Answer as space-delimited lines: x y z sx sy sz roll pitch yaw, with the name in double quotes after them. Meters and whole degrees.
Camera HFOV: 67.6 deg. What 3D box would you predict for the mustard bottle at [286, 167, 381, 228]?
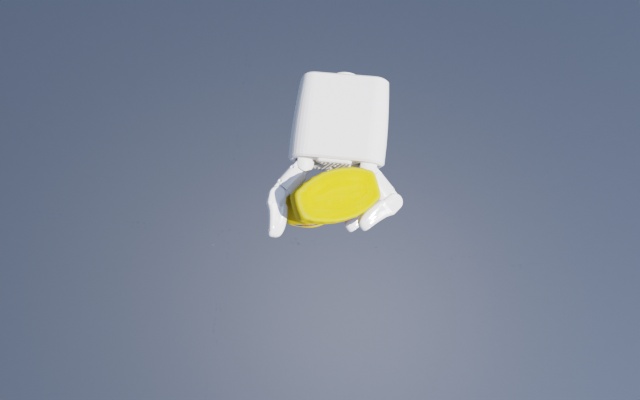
0.000 0.002 0.600 0.096 0.058 0.191 -17 -1 -14 "mustard bottle"
